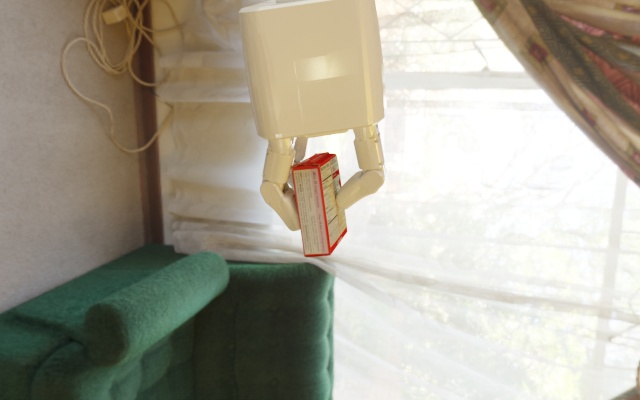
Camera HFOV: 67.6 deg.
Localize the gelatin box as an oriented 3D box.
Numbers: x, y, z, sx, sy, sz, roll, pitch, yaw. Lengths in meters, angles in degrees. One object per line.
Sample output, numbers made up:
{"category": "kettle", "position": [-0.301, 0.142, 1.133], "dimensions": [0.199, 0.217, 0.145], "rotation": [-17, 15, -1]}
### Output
{"category": "gelatin box", "position": [0.001, 0.002, 0.467], "dimensions": [0.030, 0.089, 0.073], "rotation": [-5, 13, 17]}
